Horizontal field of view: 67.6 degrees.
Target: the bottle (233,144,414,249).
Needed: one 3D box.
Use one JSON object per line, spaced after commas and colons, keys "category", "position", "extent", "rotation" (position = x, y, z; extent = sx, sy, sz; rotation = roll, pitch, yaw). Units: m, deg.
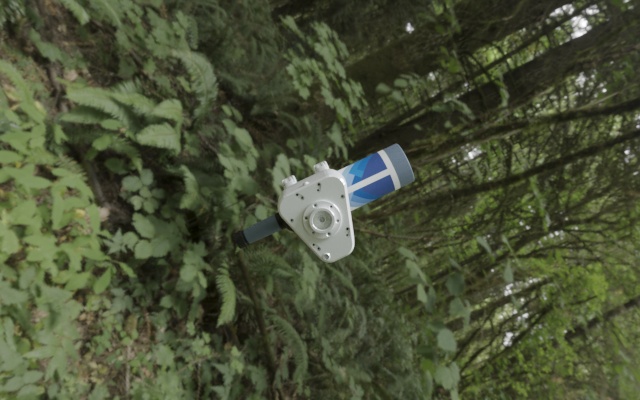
{"category": "bottle", "position": [0.000, 0.002, 0.757], "extent": [0.296, 0.069, 0.069], "rotation": [-25, -1, 1]}
